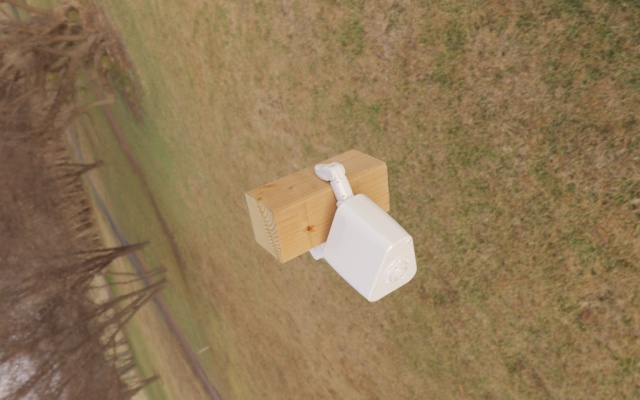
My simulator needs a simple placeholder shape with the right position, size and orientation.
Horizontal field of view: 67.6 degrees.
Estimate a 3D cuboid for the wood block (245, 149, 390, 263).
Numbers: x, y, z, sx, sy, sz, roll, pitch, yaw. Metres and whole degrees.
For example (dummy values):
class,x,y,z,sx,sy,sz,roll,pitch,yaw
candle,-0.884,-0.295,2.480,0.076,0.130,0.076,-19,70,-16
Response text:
class,x,y,z,sx,sy,sz,roll,pitch,yaw
wood block,0.000,0.002,0.749,0.206,0.091,0.090,-24,32,-27
